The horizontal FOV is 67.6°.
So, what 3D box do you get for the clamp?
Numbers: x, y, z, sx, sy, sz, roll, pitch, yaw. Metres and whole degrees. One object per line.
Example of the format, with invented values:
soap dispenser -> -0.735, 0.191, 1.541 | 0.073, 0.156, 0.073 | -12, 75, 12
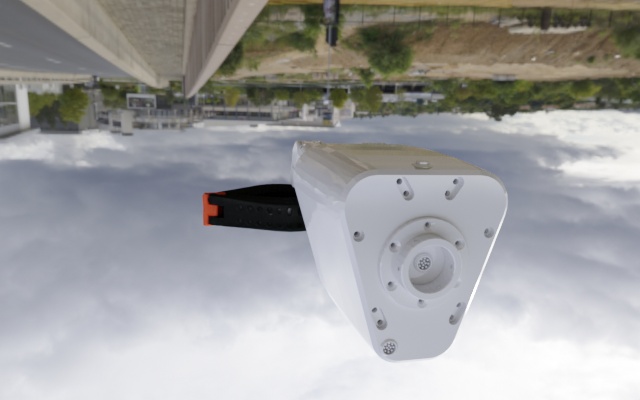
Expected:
clamp -> 0.000, 0.002, 0.438 | 0.210, 0.036, 0.164 | -1, 12, -13
